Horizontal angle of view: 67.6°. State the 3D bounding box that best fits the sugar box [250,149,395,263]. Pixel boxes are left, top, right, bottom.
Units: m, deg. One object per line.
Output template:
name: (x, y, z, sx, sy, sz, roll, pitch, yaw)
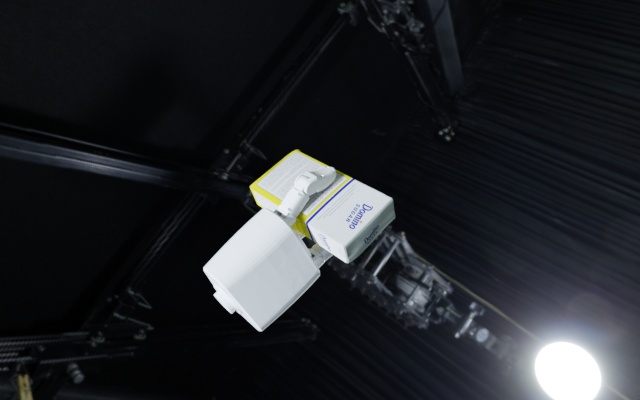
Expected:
sugar box: (0.000, 0.002, 0.626, 0.176, 0.048, 0.093, 32, 63, 34)
